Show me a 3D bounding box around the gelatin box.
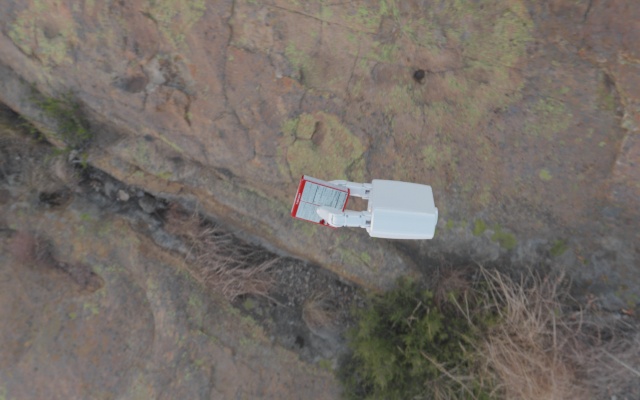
[{"bbox_3d":[0.000,0.003,0.842,0.089,0.073,0.030,15,20,-6],"label":"gelatin box"}]
